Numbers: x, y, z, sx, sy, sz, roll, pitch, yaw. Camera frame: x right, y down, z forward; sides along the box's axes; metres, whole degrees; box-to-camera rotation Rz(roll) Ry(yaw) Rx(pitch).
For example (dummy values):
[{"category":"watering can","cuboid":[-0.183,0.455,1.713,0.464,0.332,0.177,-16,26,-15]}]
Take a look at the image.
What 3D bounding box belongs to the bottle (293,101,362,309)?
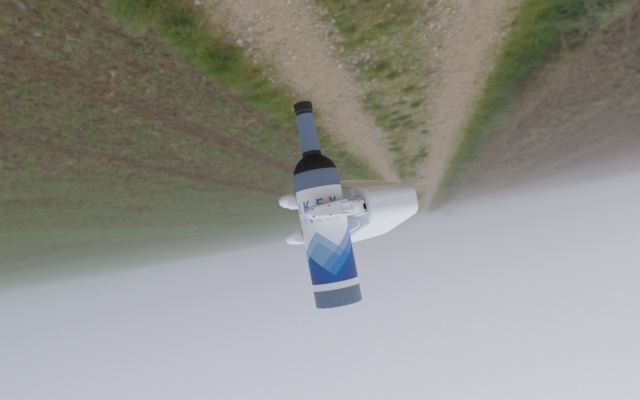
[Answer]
[{"category":"bottle","cuboid":[0.000,0.003,0.689,0.069,0.295,0.069,-10,-5,-1]}]
